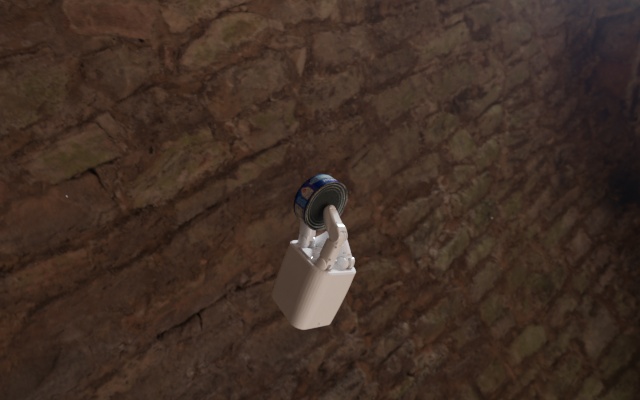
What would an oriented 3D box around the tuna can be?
[{"bbox_3d":[0.000,0.002,0.748,0.086,0.086,0.033,0,28,-45],"label":"tuna can"}]
